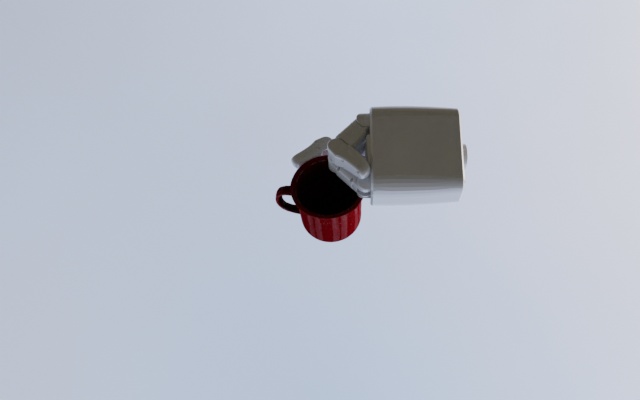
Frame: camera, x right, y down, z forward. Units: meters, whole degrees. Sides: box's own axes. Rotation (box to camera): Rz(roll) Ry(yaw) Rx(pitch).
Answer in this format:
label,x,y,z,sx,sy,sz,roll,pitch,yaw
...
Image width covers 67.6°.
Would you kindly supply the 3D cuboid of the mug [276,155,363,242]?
label,x,y,z,sx,sy,sz,roll,pitch,yaw
mug,-0.001,0.002,0.619,0.117,0.093,0.081,1,-31,5
